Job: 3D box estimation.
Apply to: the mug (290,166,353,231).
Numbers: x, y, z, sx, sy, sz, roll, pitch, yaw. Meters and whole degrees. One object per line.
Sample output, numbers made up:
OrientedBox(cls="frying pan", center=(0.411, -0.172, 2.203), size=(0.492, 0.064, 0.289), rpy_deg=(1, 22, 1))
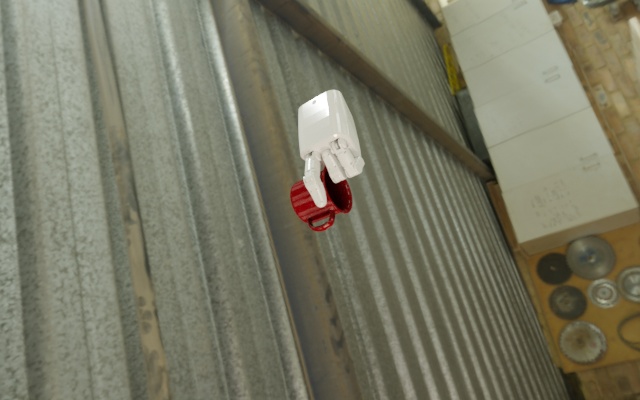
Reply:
OrientedBox(cls="mug", center=(0.000, 0.004, 0.860), size=(0.081, 0.117, 0.093), rpy_deg=(-23, -35, 29))
